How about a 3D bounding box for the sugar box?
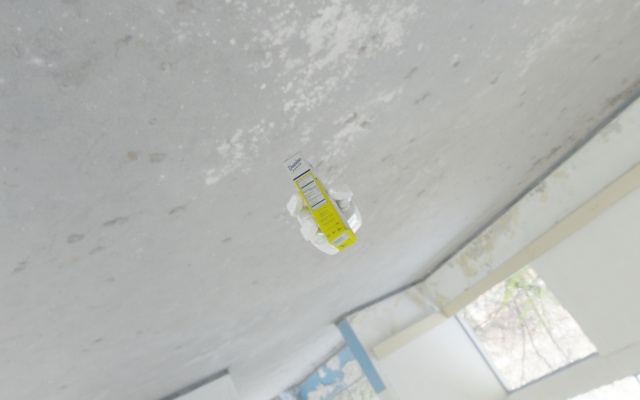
[{"bbox_3d":[0.000,0.003,0.870,0.048,0.176,0.093,-35,-22,4],"label":"sugar box"}]
